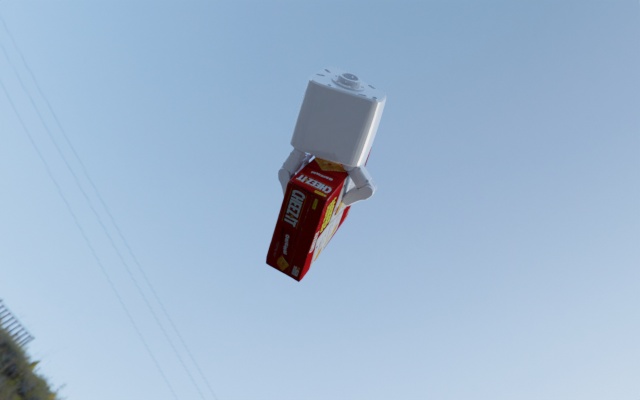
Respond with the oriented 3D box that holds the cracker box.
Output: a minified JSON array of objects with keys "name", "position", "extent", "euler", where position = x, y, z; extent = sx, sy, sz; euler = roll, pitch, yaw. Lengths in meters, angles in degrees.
[{"name":"cracker box","position":[0.000,0.003,0.780],"extent":[0.072,0.164,0.213],"euler":[25,34,11]}]
